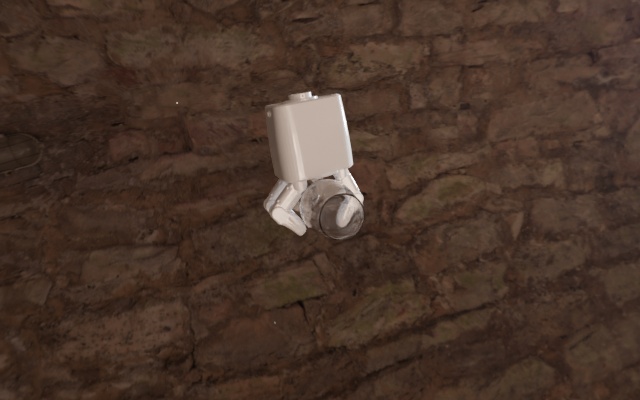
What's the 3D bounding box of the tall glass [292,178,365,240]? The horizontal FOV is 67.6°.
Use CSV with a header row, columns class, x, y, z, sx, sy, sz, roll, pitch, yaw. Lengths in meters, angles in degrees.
class,x,y,z,sx,sy,sz,roll,pitch,yaw
tall glass,0.000,0.002,0.697,0.079,0.079,0.201,0,11,-17
